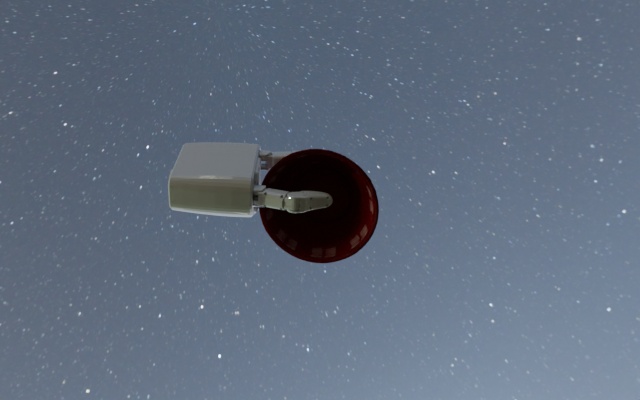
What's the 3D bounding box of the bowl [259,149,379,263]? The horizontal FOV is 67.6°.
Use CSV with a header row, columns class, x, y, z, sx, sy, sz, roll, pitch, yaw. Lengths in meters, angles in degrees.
class,x,y,z,sx,sy,sz,roll,pitch,yaw
bowl,0.001,0.002,0.653,0.162,0.162,0.055,0,20,10
